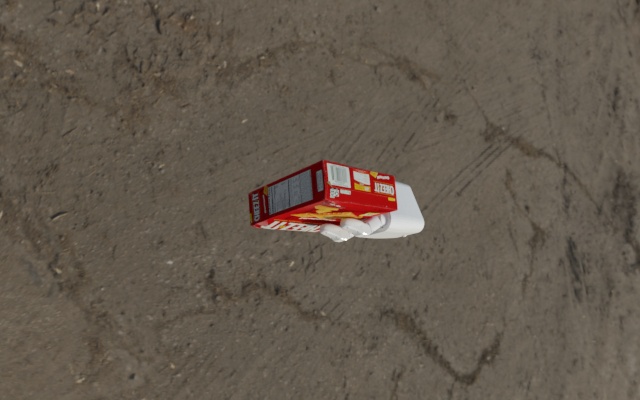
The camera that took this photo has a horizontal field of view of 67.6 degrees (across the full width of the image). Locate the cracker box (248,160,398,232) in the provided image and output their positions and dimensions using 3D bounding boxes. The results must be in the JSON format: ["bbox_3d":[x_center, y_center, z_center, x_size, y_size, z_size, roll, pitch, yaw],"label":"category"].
[{"bbox_3d":[0.000,0.003,0.833,0.164,0.072,0.214,8,-19,-39],"label":"cracker box"}]
